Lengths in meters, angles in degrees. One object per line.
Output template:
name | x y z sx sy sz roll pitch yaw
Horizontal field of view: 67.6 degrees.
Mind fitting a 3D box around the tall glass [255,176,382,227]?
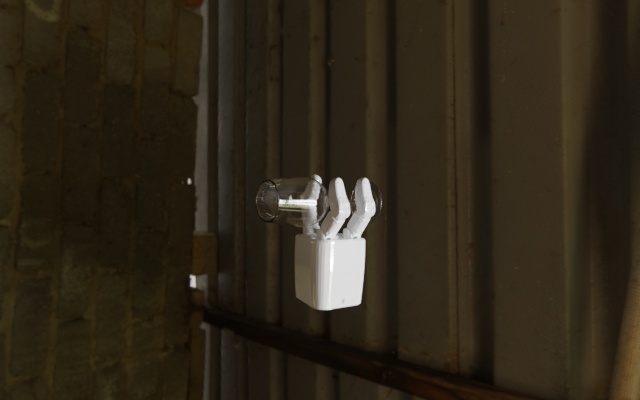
tall glass | 0.001 0.002 0.746 0.201 0.079 0.079 2 -1 -39
